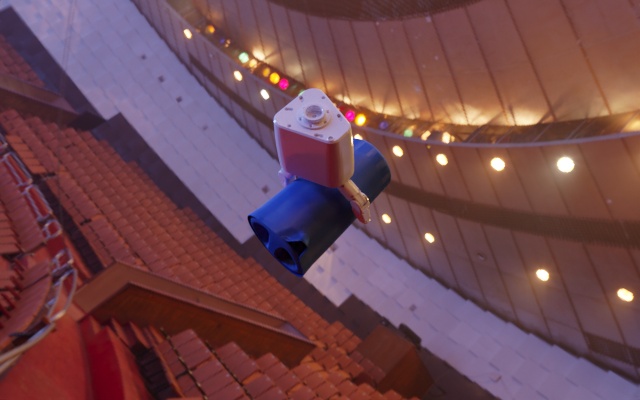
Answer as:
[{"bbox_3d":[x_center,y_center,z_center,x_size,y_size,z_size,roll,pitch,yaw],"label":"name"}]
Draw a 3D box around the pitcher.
[{"bbox_3d":[0.000,0.003,0.823,0.149,0.242,0.145,38,-22,26],"label":"pitcher"}]
